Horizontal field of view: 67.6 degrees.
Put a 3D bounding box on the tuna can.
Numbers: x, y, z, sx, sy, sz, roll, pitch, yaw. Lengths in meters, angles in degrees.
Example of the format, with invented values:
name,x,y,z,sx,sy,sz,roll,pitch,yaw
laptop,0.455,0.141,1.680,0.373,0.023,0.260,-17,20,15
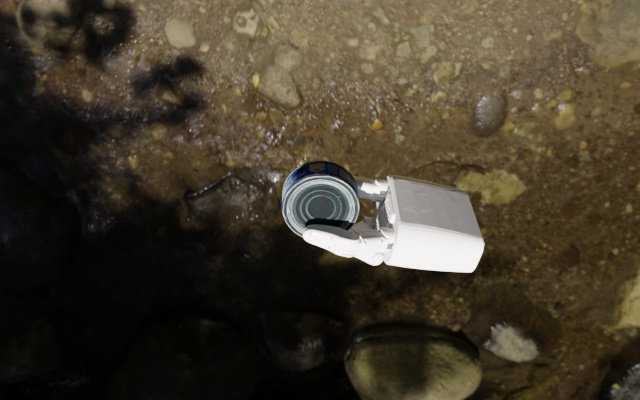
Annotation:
name,x,y,z,sx,sy,sz,roll,pitch,yaw
tuna can,0.000,0.002,0.524,0.086,0.086,0.033,0,31,-2
